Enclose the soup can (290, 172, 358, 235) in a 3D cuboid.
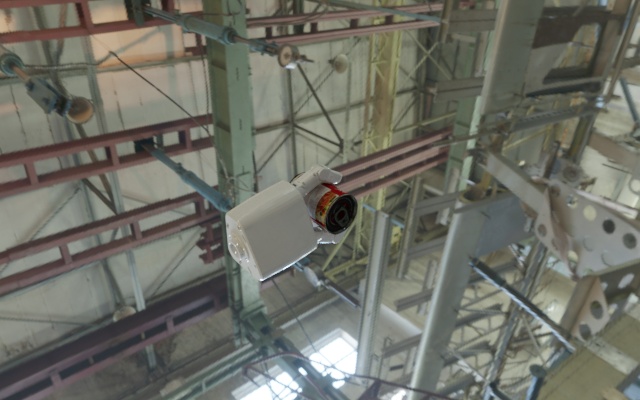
[{"bbox_3d":[0.000,0.002,0.765,0.068,0.068,0.102,0,23,-45],"label":"soup can"}]
